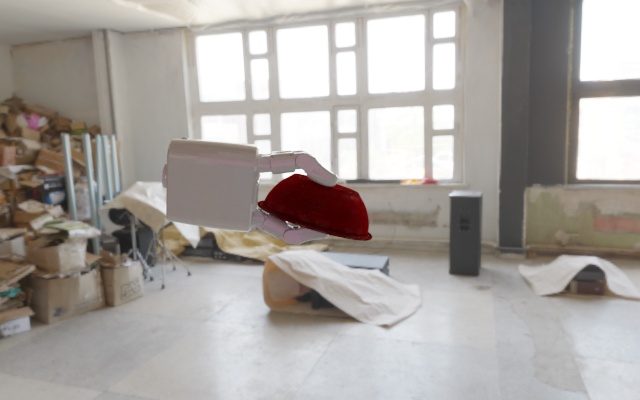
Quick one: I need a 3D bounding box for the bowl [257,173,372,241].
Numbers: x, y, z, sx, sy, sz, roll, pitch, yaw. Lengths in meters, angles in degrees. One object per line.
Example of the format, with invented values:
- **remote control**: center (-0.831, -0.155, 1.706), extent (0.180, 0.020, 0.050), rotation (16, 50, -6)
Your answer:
- **bowl**: center (0.001, 0.002, 0.642), extent (0.162, 0.055, 0.162), rotation (17, 6, -2)
